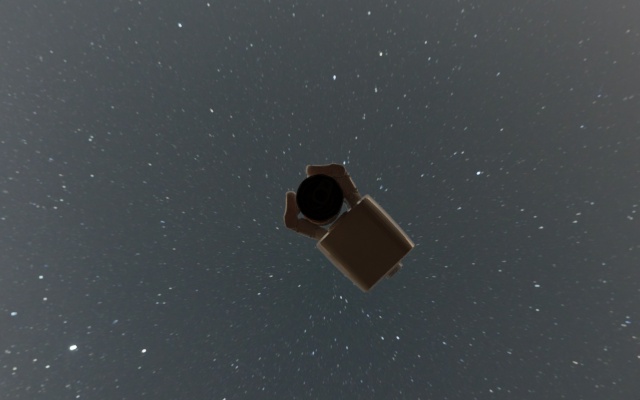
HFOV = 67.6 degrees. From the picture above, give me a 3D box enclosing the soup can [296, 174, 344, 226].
[{"bbox_3d":[0.000,0.002,0.725,0.068,0.068,0.102,0,-8,1],"label":"soup can"}]
